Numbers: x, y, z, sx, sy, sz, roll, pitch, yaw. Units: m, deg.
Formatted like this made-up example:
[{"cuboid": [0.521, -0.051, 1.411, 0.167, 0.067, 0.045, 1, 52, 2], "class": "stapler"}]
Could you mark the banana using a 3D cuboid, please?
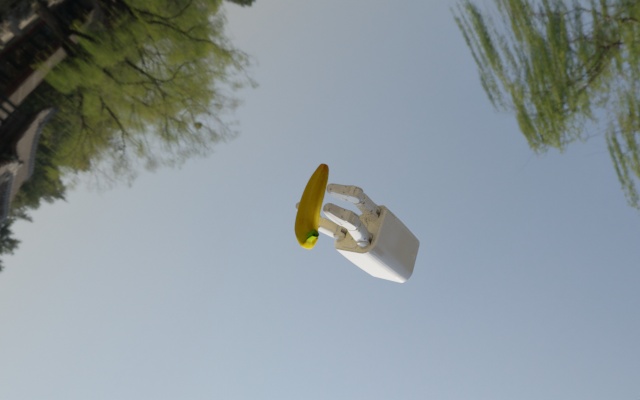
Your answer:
[{"cuboid": [-0.012, 0.016, 0.767, 0.037, 0.070, 0.197, 33, 32, -19], "class": "banana"}]
